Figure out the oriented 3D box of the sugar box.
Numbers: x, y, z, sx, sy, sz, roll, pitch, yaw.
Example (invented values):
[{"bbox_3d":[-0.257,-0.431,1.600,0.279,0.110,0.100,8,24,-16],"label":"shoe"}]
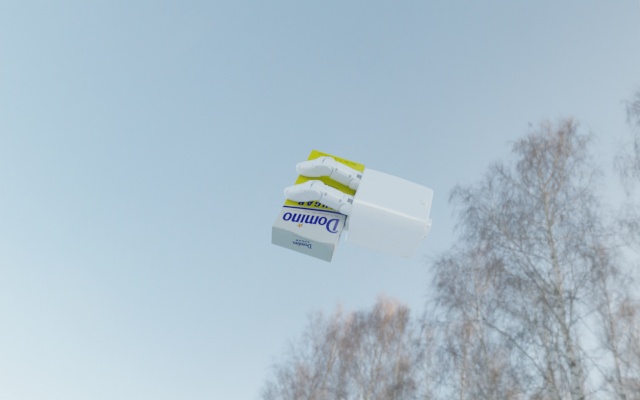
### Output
[{"bbox_3d":[0.000,0.002,0.719,0.093,0.048,0.176,17,46,7],"label":"sugar box"}]
